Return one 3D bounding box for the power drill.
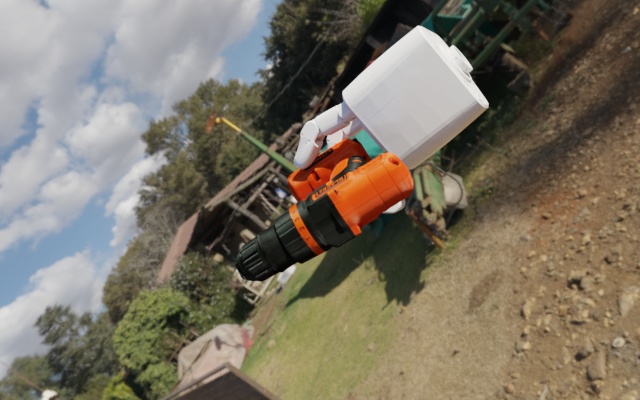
[{"bbox_3d":[0.000,0.001,0.508,0.184,0.057,0.187,-30,16,8],"label":"power drill"}]
